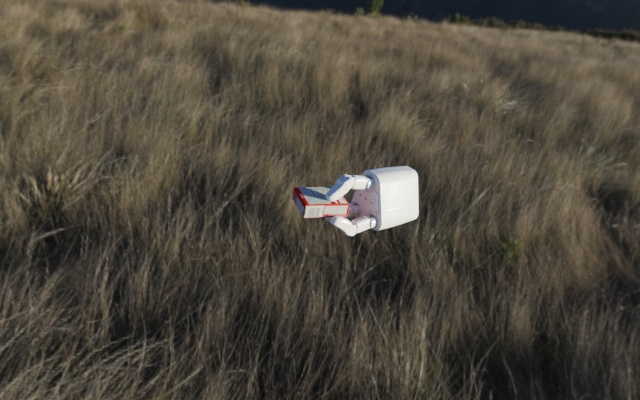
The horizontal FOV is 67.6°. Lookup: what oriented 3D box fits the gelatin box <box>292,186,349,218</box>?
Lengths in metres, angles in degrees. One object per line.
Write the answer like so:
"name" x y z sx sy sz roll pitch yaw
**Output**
"gelatin box" 0.000 0.003 0.895 0.089 0.030 0.073 -1 29 -21
